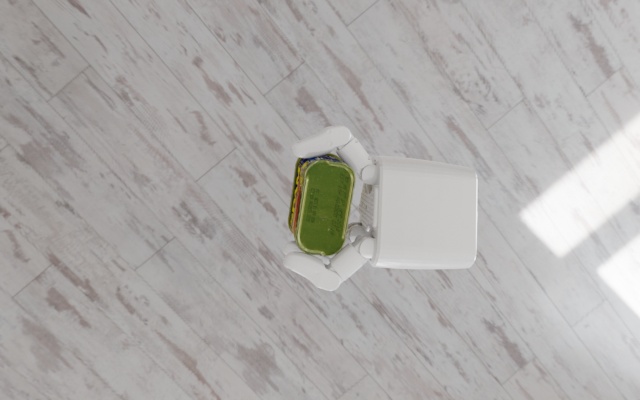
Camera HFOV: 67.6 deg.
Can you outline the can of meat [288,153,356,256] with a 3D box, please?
[{"bbox_3d":[0.000,0.002,0.508,0.057,0.102,0.084,7,9,-8],"label":"can of meat"}]
